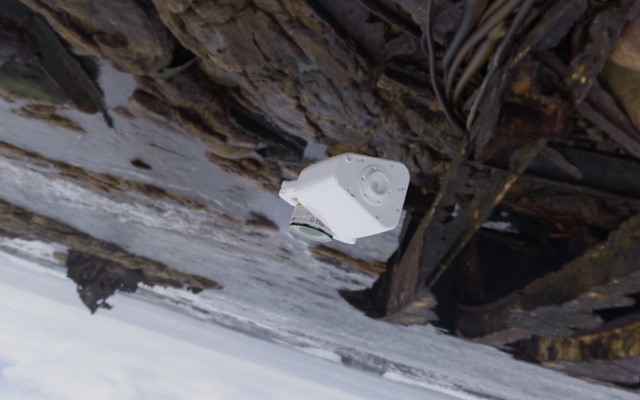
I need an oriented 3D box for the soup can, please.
[{"bbox_3d":[0.000,0.003,0.703,0.068,0.102,0.068,16,-18,5],"label":"soup can"}]
